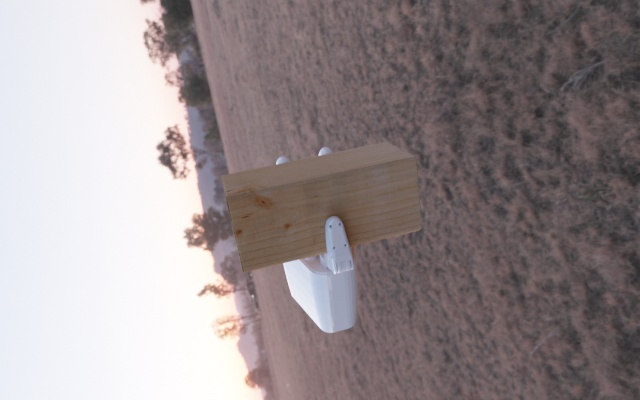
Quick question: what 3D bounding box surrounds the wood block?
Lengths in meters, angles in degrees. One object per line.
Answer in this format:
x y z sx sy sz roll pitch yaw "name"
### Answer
0.000 0.002 0.547 0.206 0.090 0.090 -13 21 -10 "wood block"
